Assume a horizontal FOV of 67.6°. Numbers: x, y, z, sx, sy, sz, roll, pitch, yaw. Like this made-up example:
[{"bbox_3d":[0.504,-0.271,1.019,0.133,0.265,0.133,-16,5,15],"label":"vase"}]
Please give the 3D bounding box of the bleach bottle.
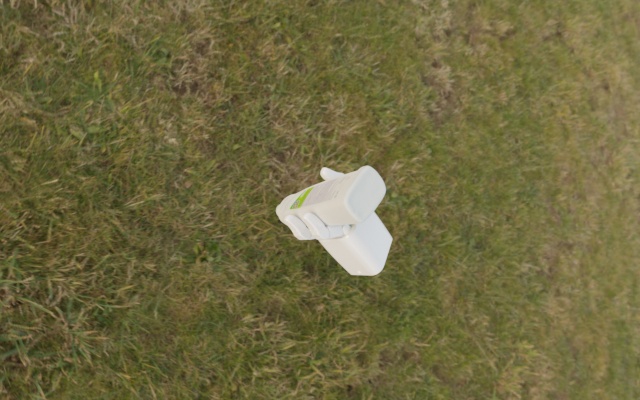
[{"bbox_3d":[0.000,0.003,0.893,0.251,0.068,0.102,-9,36,52],"label":"bleach bottle"}]
